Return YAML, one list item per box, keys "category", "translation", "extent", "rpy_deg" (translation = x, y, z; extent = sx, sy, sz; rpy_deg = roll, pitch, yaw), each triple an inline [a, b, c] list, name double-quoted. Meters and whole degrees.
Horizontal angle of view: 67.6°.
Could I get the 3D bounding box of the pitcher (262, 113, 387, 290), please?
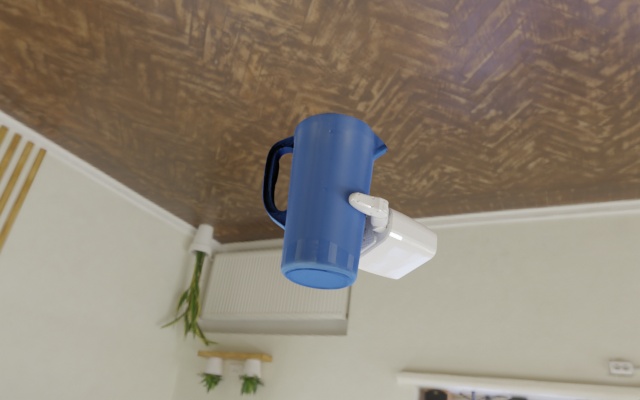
- category: "pitcher"
  translation: [0.000, 0.002, 0.716]
  extent: [0.145, 0.242, 0.149]
  rpy_deg: [24, -30, -30]
